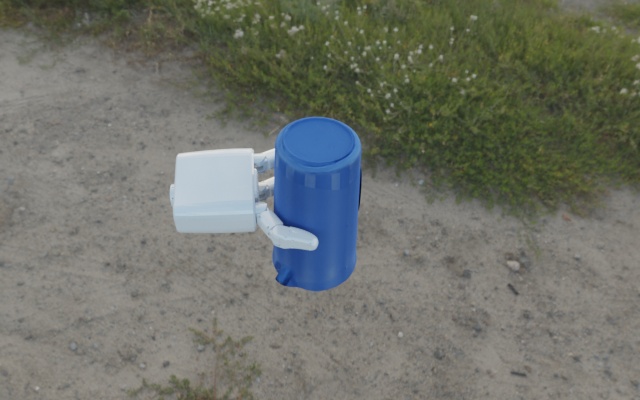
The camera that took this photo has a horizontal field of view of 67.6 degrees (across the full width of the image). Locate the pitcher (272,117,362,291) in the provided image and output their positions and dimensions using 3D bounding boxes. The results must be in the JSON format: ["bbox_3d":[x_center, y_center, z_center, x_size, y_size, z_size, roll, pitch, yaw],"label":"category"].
[{"bbox_3d":[0.000,0.002,0.678,0.145,0.149,0.243,-2,-43,-5],"label":"pitcher"}]
